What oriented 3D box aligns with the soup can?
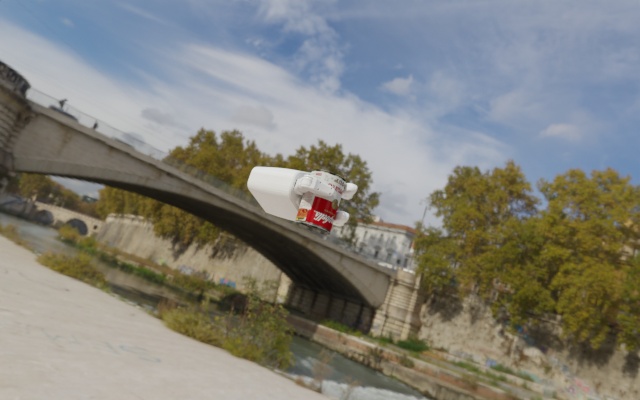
[{"bbox_3d":[0.001,0.003,0.862,0.068,0.102,0.068,17,-12,4],"label":"soup can"}]
